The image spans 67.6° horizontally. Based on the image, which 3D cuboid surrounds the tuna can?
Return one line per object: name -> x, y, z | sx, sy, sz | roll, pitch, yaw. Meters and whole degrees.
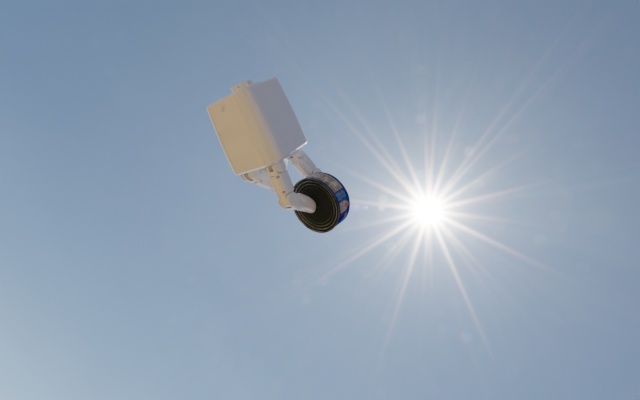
tuna can -> 0.000, 0.002, 0.705 | 0.086, 0.086, 0.033 | 0, 22, 38
